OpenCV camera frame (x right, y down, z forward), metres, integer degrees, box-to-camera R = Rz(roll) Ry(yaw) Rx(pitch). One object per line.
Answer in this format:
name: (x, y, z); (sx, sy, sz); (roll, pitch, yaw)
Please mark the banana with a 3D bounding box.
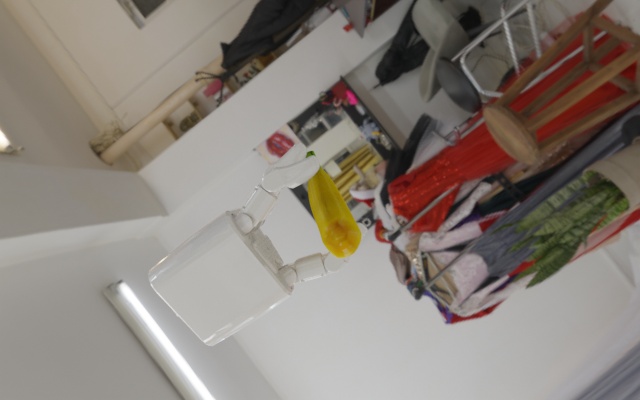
banana: (0.009, 0.014, 0.470); (0.037, 0.070, 0.197); (-33, 25, 5)
